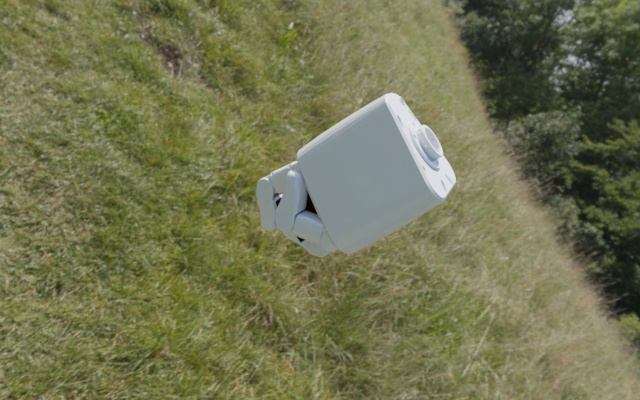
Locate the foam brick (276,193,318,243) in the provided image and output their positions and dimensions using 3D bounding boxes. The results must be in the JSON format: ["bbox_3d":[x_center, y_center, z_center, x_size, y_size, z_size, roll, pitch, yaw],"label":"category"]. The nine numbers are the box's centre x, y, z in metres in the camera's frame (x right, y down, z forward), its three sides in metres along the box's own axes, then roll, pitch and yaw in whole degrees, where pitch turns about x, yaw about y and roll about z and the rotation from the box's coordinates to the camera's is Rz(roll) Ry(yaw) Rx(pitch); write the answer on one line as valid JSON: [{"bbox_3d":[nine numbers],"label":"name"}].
[{"bbox_3d":[0.000,0.002,0.512,0.051,0.053,0.078,-32,1,29],"label":"foam brick"}]
